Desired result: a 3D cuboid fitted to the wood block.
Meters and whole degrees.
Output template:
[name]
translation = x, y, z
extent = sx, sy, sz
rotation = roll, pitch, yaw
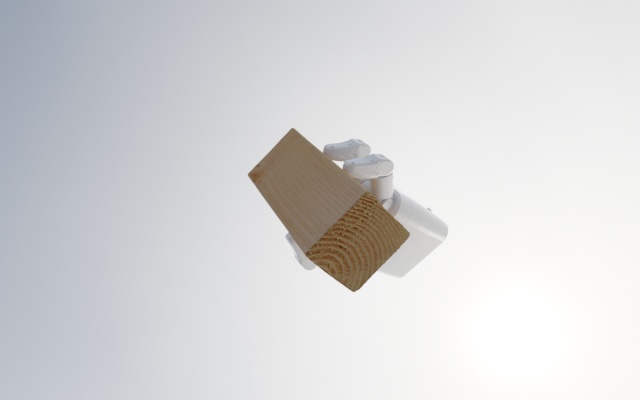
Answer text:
[wood block]
translation = 0.000, 0.002, 0.570
extent = 0.090, 0.091, 0.206
rotation = 42, 3, -35
